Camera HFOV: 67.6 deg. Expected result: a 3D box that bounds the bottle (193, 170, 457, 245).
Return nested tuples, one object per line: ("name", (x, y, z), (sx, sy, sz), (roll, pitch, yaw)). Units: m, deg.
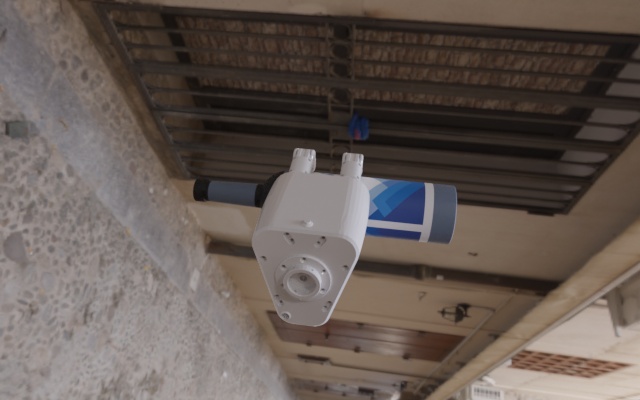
("bottle", (0.000, 0.002, 0.548), (0.296, 0.069, 0.069), (6, 0, 6))
